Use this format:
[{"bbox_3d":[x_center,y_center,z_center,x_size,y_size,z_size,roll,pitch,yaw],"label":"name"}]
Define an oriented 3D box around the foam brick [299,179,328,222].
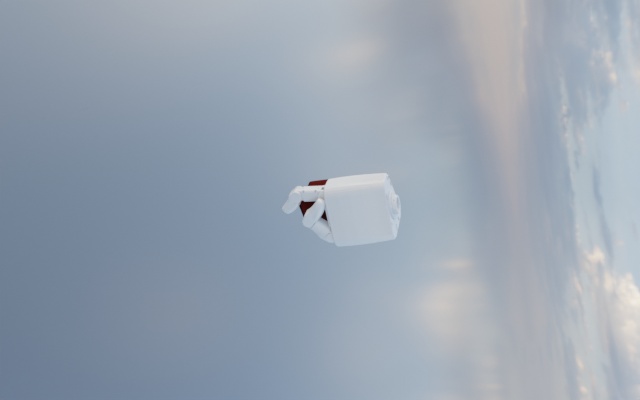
[{"bbox_3d":[0.000,0.003,0.885,0.051,0.053,0.078,-8,31,22],"label":"foam brick"}]
